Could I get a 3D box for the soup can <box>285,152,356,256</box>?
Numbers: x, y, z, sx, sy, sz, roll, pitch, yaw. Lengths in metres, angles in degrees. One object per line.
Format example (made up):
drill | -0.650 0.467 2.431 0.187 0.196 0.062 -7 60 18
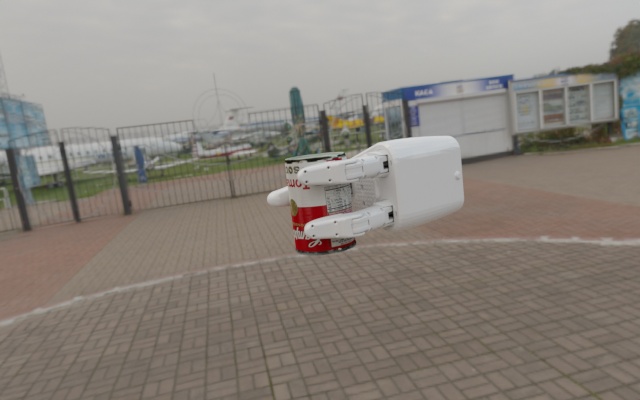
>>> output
soup can | 0.000 0.001 0.520 0.068 0.102 0.068 -7 9 1
